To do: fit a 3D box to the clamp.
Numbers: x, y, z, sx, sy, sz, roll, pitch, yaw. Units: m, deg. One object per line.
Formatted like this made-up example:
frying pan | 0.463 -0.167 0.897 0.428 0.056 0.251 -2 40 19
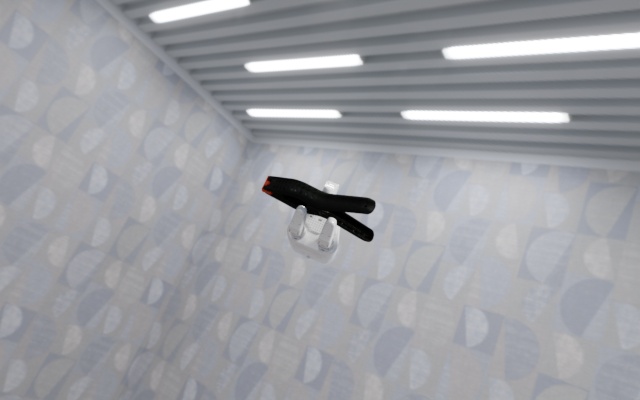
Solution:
clamp | 0.000 0.002 0.795 0.210 0.036 0.165 23 -19 6
